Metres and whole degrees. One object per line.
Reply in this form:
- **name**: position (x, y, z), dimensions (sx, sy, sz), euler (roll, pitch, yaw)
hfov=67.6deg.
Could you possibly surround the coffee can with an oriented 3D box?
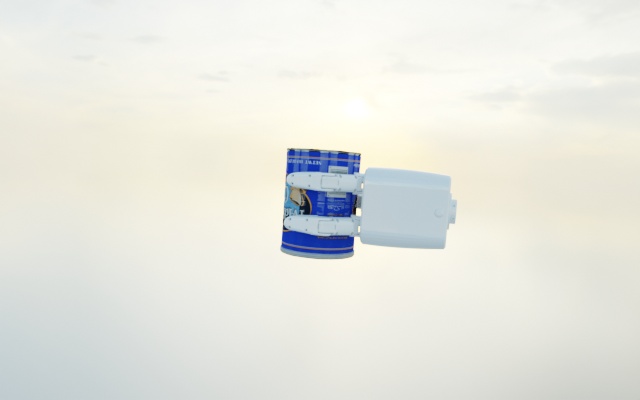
- **coffee can**: position (0.000, 0.002, 0.653), dimensions (0.103, 0.140, 0.103), euler (4, 4, 0)
